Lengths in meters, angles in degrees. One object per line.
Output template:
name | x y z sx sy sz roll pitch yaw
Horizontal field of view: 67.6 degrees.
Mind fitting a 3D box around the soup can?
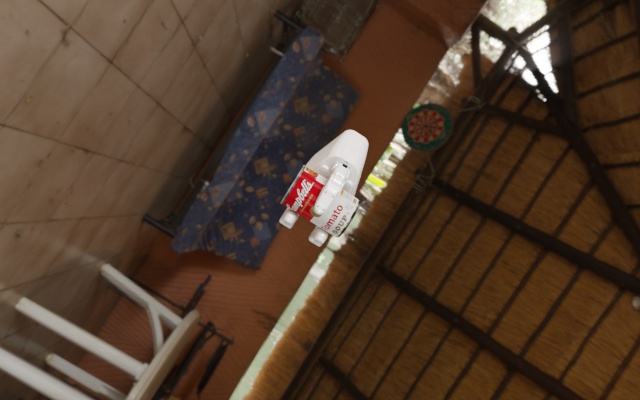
soup can | 0.000 0.003 0.718 0.102 0.068 0.068 32 -3 -4
